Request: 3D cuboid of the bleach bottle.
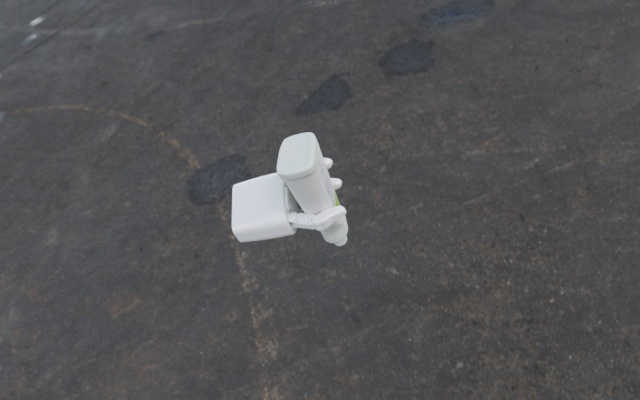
[{"bbox_3d":[0.000,0.003,0.858,0.068,0.102,0.251,-11,-45,15],"label":"bleach bottle"}]
